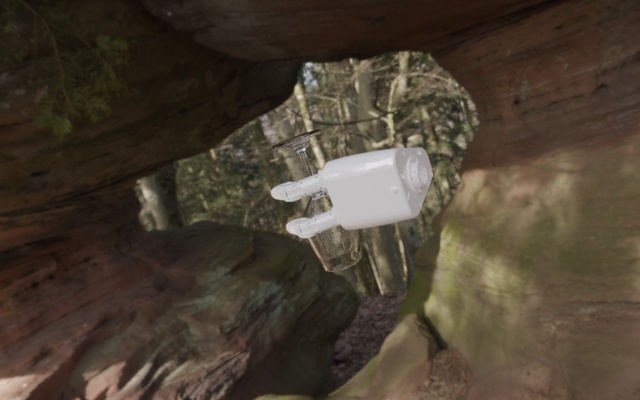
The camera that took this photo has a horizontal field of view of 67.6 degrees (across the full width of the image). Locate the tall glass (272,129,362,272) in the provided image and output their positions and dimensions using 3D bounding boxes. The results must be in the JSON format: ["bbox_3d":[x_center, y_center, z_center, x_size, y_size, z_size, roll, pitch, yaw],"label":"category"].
[{"bbox_3d":[0.000,0.002,0.701,0.079,0.201,0.079,-19,13,5],"label":"tall glass"}]
